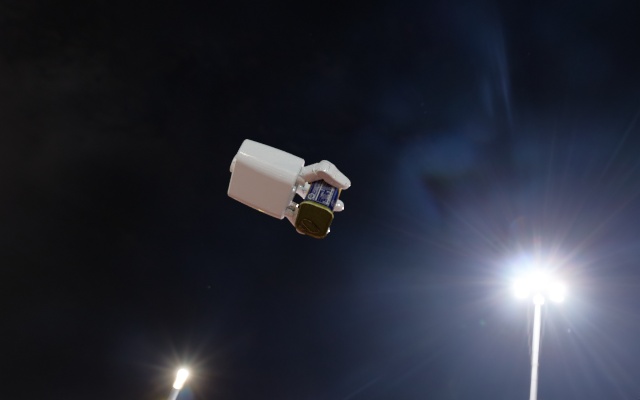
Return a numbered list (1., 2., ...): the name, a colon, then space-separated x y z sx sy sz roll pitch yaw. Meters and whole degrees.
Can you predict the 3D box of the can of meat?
1. can of meat: 0.000 0.002 0.811 0.057 0.084 0.102 20 -32 1
